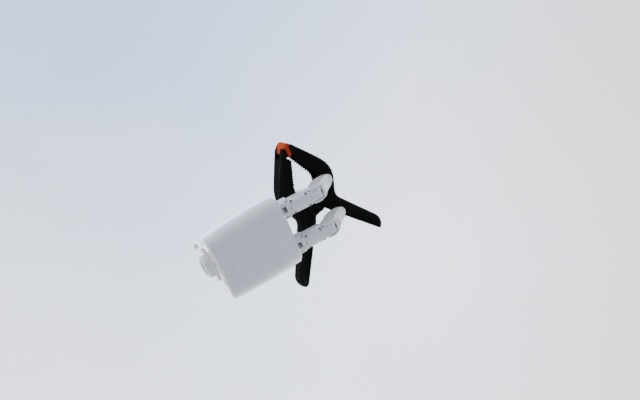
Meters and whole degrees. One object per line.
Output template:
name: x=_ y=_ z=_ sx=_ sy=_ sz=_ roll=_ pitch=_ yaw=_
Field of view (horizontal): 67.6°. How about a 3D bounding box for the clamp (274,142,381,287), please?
clamp: x=-0.001 y=0.002 z=0.701 sx=0.164 sy=0.210 sz=0.036 roll=-31 pitch=23 yaw=-21
